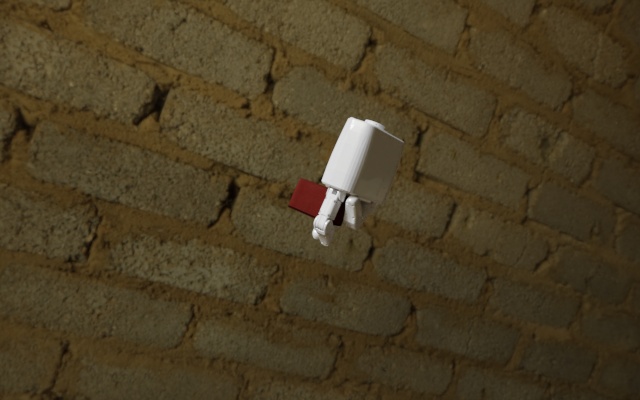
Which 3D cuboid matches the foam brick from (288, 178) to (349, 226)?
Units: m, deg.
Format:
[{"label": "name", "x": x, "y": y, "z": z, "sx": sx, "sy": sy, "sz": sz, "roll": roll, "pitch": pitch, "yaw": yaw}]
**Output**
[{"label": "foam brick", "x": 0.000, "y": 0.002, "z": 0.757, "sx": 0.078, "sy": 0.051, "sz": 0.053, "roll": 22, "pitch": 4, "yaw": 27}]
